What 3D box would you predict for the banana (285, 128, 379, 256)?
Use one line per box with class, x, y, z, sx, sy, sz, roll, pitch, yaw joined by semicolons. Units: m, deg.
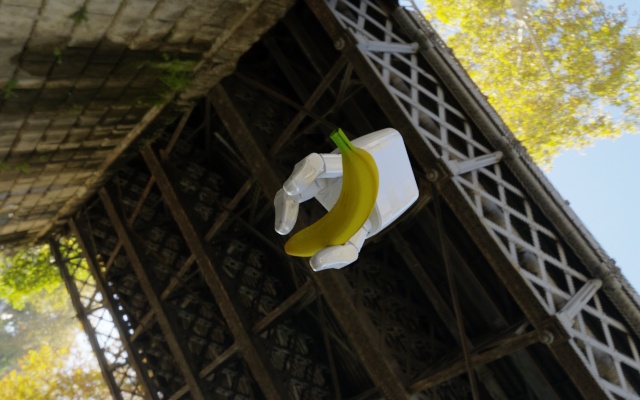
banana;0.016;0.010;0.511;0.069;0.198;0.037;35;45;10
